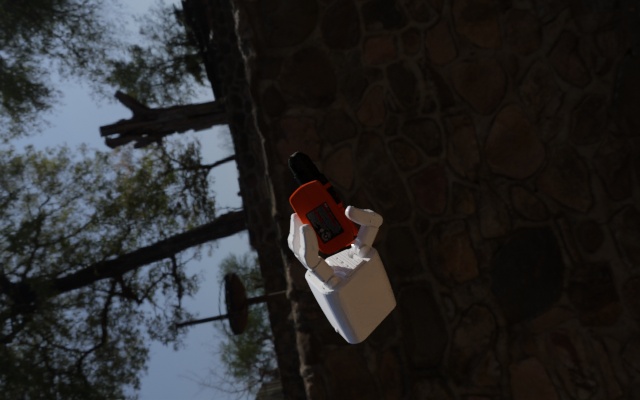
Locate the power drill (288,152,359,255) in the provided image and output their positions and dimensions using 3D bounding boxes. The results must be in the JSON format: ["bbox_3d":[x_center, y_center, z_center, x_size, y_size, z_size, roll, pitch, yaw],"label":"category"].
[{"bbox_3d":[0.000,0.003,0.757,0.057,0.184,0.187,-35,2,8],"label":"power drill"}]
